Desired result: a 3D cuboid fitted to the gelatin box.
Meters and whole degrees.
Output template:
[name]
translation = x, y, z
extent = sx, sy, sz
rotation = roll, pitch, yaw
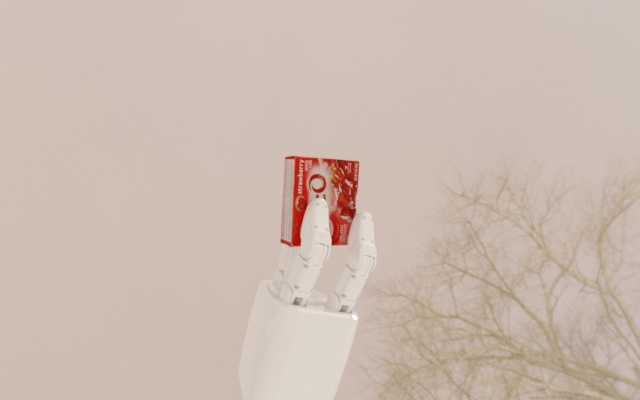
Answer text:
[gelatin box]
translation = 0.000, 0.001, 0.481
extent = 0.073, 0.089, 0.030
rotation = 1, 3, -28
